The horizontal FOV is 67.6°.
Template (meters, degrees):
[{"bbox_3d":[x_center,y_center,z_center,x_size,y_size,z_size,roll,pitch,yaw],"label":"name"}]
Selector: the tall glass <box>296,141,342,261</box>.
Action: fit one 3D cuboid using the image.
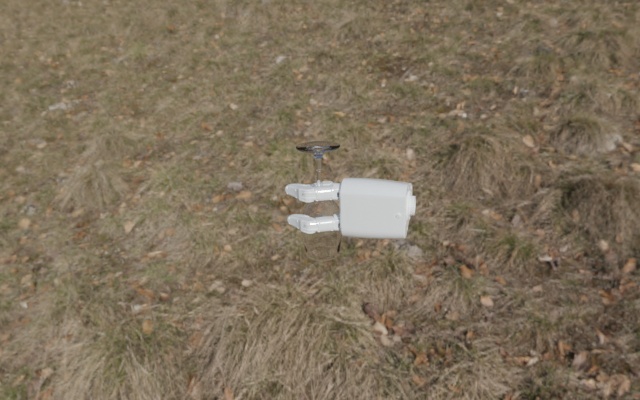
[{"bbox_3d":[0.000,0.002,0.830,0.079,0.201,0.079,-2,20,1],"label":"tall glass"}]
